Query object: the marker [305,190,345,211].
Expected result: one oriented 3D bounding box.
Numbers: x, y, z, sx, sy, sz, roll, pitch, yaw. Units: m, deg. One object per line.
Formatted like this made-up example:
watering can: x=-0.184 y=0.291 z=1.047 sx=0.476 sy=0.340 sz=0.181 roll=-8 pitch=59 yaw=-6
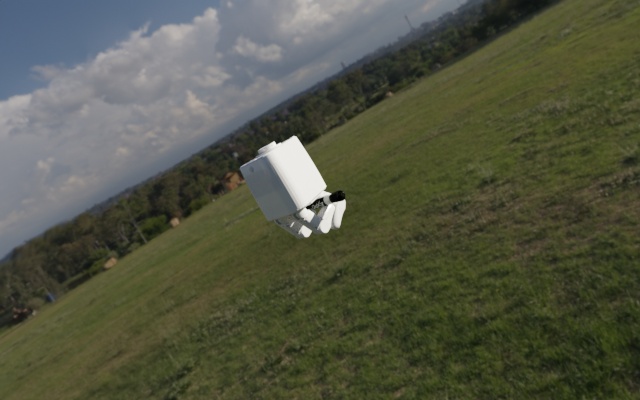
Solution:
marker: x=0.000 y=0.003 z=0.822 sx=0.020 sy=0.020 sz=0.121 roll=0 pitch=-11 yaw=-39
